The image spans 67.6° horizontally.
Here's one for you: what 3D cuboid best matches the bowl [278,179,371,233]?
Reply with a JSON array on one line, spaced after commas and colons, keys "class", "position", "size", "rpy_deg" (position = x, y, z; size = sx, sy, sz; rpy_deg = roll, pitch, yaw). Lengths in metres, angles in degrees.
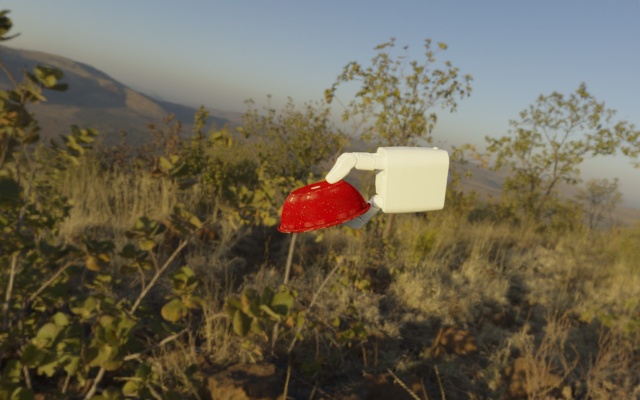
[{"class": "bowl", "position": [-0.001, 0.003, 0.797], "size": [0.162, 0.055, 0.162], "rpy_deg": [-14, 10, 3]}]
